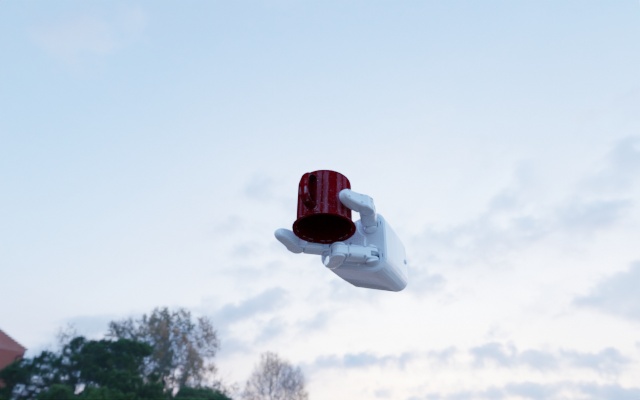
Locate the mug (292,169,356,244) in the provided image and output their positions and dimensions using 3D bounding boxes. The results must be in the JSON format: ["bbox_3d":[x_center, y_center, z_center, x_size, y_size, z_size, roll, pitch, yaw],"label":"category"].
[{"bbox_3d":[-0.001,0.001,0.699,0.093,0.081,0.117,-15,-36,24],"label":"mug"}]
